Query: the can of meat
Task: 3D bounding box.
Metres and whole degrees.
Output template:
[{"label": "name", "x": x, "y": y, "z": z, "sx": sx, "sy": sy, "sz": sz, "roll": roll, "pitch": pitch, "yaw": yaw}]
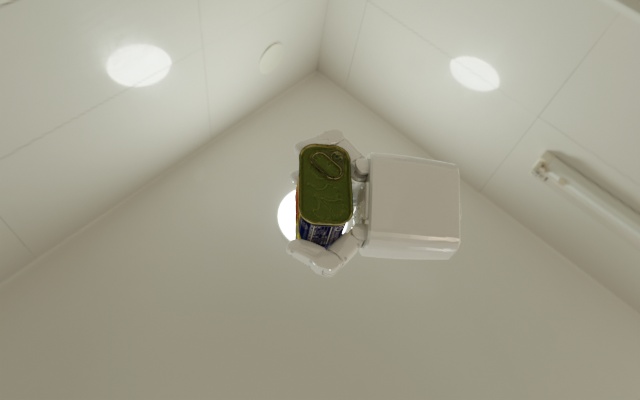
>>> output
[{"label": "can of meat", "x": 0.000, "y": 0.002, "z": 0.540, "sx": 0.057, "sy": 0.102, "sz": 0.084, "roll": 3, "pitch": -32, "yaw": -7}]
